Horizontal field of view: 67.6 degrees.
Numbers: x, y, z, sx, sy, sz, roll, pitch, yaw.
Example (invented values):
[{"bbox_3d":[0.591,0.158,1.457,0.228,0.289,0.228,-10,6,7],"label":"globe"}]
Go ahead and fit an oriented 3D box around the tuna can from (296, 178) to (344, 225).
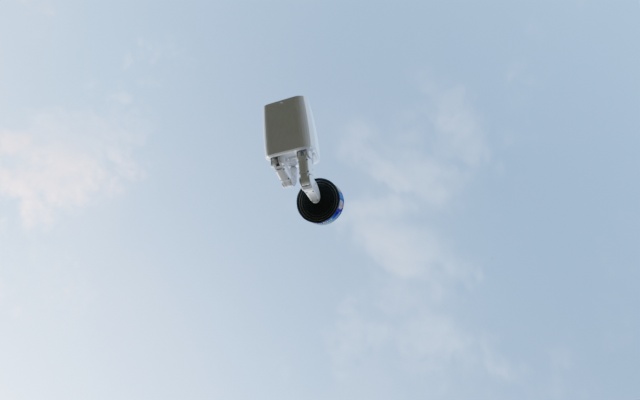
[{"bbox_3d":[0.000,0.003,0.897,0.086,0.086,0.034,0,-12,21],"label":"tuna can"}]
